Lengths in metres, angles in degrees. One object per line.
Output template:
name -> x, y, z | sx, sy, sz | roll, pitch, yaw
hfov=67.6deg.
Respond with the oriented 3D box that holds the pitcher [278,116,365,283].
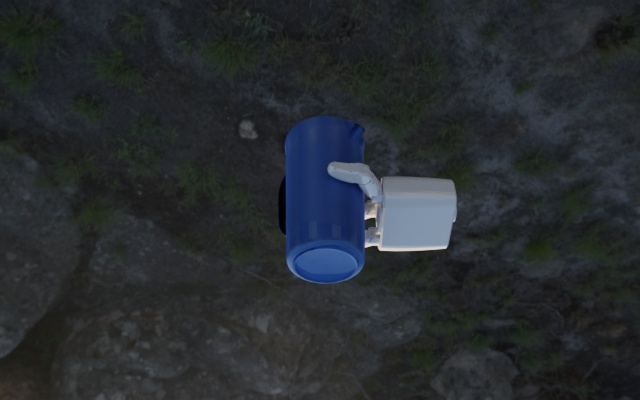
pitcher -> 0.000, 0.002, 0.729 | 0.145, 0.242, 0.149 | 0, -40, 0
